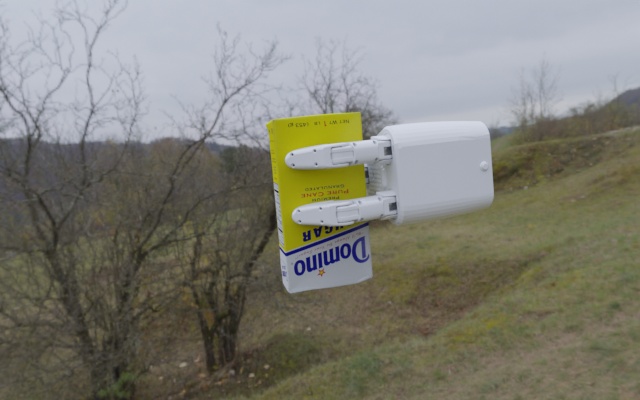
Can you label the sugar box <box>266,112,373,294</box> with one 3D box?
[{"bbox_3d":[0.000,0.002,0.494,0.093,0.176,0.048,-8,6,-13],"label":"sugar box"}]
